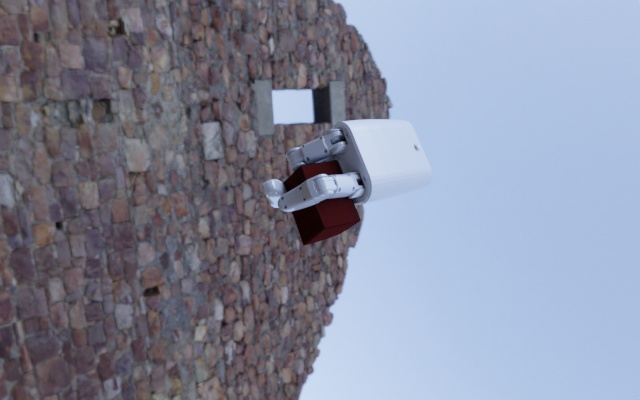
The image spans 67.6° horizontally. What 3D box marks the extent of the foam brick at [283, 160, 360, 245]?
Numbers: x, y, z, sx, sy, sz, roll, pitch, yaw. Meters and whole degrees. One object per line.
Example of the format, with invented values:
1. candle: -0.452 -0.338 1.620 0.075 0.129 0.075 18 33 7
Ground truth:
1. foam brick: 0.000 0.002 0.536 0.051 0.078 0.053 -10 -17 -34
